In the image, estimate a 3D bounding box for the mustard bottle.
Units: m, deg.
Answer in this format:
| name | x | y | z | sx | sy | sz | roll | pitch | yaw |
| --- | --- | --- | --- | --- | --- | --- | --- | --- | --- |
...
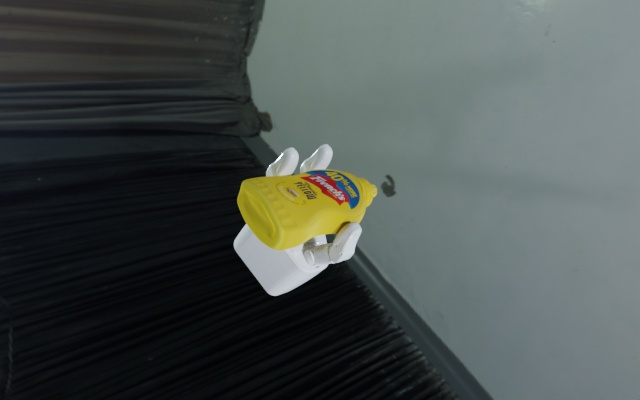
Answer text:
| name | x | y | z | sx | sy | sz | roll | pitch | yaw |
| --- | --- | --- | --- | --- | --- | --- | --- | --- | --- |
| mustard bottle | 0.000 | 0.002 | 0.598 | 0.191 | 0.058 | 0.096 | -12 | 45 | -40 |
